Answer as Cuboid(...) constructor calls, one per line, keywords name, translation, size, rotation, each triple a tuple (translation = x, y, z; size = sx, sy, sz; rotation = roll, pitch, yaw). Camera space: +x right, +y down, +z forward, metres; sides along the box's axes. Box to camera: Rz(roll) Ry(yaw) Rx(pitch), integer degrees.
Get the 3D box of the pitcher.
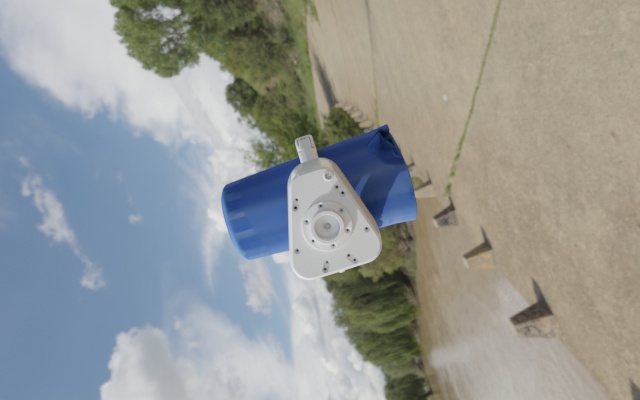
Cuboid(name="pitcher", translation=(0.000, 0.002, 0.650), size=(0.243, 0.149, 0.145), rotation=(-17, 9, 1))
